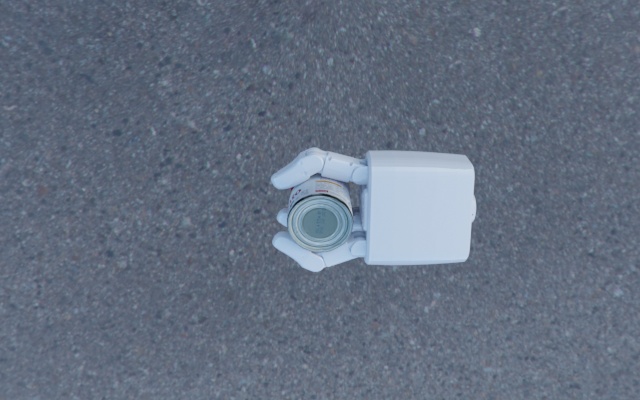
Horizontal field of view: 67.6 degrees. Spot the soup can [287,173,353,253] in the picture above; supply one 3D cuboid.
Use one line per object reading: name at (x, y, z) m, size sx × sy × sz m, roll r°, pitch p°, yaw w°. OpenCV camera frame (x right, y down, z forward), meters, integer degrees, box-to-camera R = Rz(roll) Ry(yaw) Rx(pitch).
soup can at (0.000, 0.002, 0.512) m, size 0.068 × 0.068 × 0.102 m, roll 0°, pitch 27°, yaw 0°
